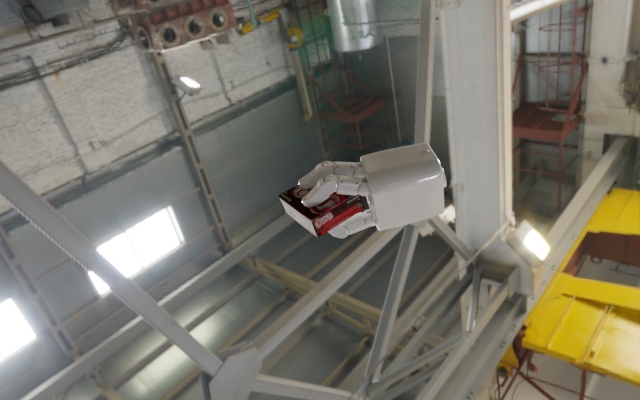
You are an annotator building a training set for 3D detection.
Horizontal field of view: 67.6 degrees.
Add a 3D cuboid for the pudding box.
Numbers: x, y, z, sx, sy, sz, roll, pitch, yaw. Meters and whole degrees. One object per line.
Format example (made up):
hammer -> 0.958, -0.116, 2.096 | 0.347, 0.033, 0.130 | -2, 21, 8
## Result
pudding box -> 0.000, 0.003, 0.733 | 0.090, 0.039, 0.113 | -30, 30, -20
